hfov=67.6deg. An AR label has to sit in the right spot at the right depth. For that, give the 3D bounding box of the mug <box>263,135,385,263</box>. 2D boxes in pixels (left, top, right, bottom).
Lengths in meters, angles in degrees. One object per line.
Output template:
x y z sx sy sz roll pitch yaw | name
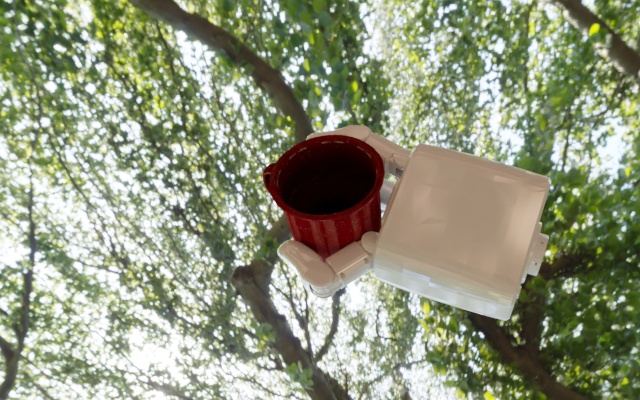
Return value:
-0.001 0.001 0.414 0.117 0.093 0.082 18 -34 25 | mug
